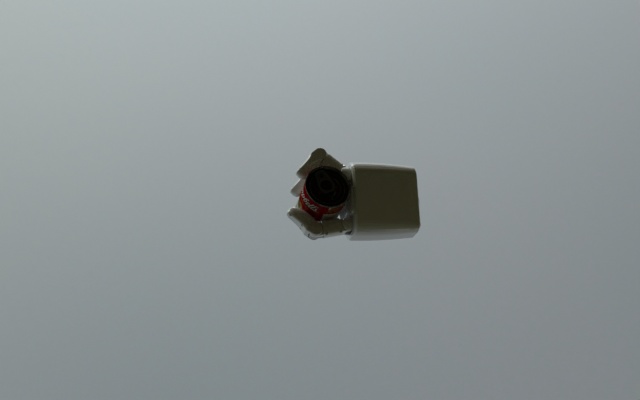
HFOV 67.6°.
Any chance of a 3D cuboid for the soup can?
[{"bbox_3d":[0.000,0.003,0.724,0.068,0.068,0.102,0,-27,-14],"label":"soup can"}]
